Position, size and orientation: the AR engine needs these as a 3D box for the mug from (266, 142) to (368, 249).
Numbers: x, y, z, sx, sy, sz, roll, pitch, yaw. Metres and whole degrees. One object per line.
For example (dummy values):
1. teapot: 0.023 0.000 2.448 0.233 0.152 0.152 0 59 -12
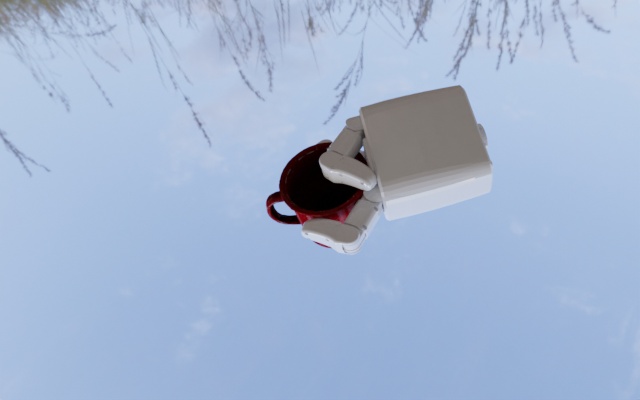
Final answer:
1. mug: -0.001 0.002 0.513 0.117 0.093 0.082 -14 -37 6
